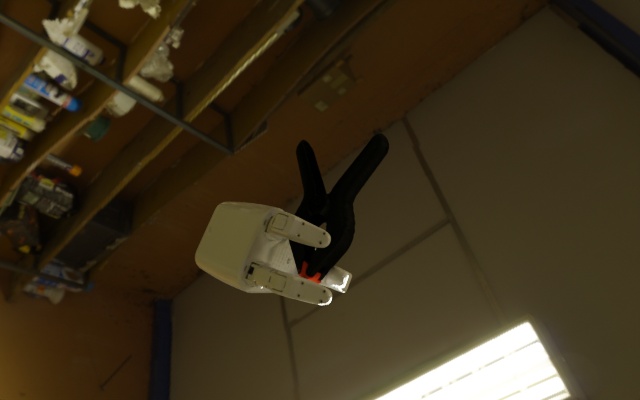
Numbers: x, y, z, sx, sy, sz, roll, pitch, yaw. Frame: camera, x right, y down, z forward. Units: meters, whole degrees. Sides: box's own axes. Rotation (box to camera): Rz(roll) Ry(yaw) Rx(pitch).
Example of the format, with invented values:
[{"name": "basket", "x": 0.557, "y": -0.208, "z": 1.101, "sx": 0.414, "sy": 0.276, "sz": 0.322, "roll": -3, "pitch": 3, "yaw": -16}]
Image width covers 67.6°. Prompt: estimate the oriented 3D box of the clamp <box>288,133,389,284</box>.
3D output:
[{"name": "clamp", "x": 0.000, "y": 0.002, "z": 0.526, "sx": 0.120, "sy": 0.171, "sz": 0.039, "roll": 10, "pitch": -16, "yaw": 46}]
